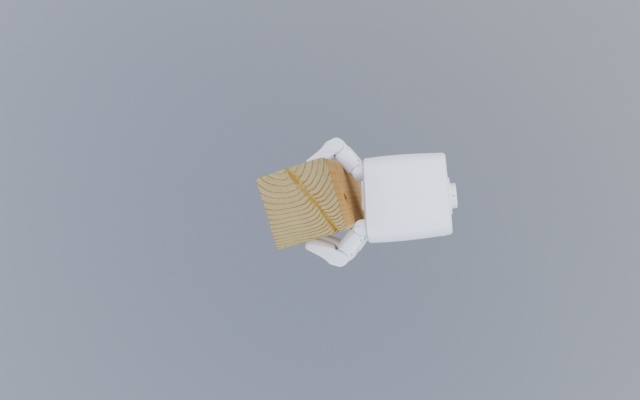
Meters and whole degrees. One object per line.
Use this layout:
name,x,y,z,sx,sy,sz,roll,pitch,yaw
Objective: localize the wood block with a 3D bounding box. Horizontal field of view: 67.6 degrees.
wood block,0.000,0.002,0.653,0.090,0.091,0.206,-17,-3,13
